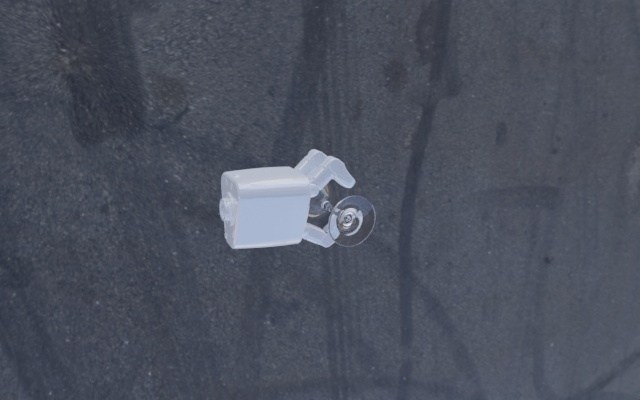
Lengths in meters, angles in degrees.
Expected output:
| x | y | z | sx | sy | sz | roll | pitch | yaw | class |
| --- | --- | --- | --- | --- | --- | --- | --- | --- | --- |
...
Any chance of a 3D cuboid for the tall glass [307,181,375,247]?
| x | y | z | sx | sy | sz | roll | pitch | yaw | class |
| --- | --- | --- | --- | --- | --- | --- | --- | --- | --- |
| 0.001 | 0.003 | 0.742 | 0.079 | 0.079 | 0.201 | 0 | 16 | -27 | tall glass |
